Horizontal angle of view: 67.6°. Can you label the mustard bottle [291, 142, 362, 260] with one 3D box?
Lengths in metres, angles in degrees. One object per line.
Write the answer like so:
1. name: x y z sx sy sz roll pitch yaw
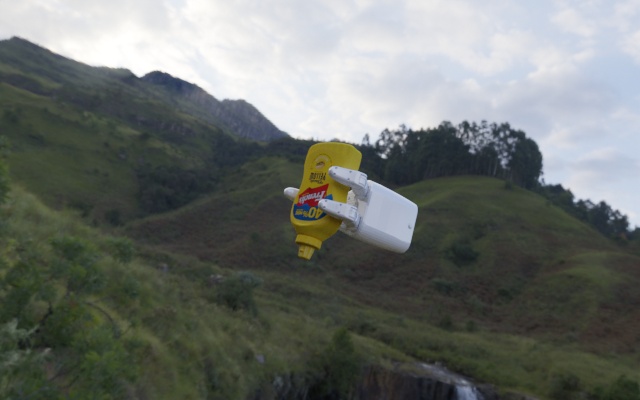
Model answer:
1. mustard bottle: 0.000 0.002 0.773 0.096 0.191 0.058 4 -18 38
